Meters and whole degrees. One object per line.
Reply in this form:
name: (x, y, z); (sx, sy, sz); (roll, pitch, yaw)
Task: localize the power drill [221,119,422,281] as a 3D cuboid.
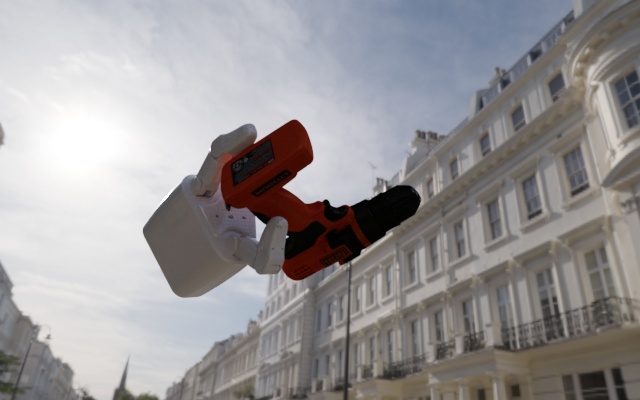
power drill: (0.000, 0.002, 0.515); (0.184, 0.057, 0.188); (-32, -47, 12)
